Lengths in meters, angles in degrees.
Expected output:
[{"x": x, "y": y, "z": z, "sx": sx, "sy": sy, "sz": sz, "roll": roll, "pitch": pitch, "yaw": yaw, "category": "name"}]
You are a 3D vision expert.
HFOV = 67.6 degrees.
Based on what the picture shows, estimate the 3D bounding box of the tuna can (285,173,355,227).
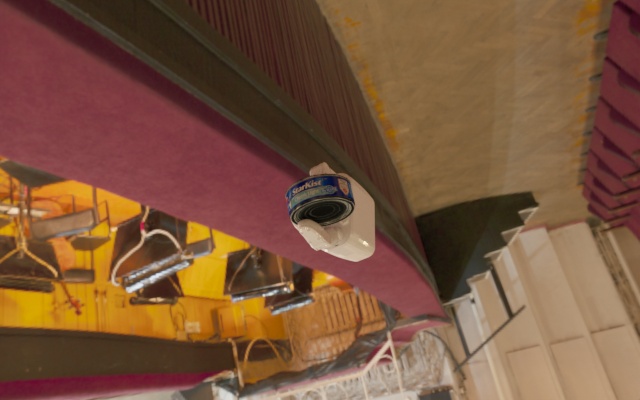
[{"x": 0.000, "y": 0.002, "z": 0.604, "sx": 0.086, "sy": 0.033, "sz": 0.086, "roll": -9, "pitch": -26, "yaw": -4, "category": "tuna can"}]
